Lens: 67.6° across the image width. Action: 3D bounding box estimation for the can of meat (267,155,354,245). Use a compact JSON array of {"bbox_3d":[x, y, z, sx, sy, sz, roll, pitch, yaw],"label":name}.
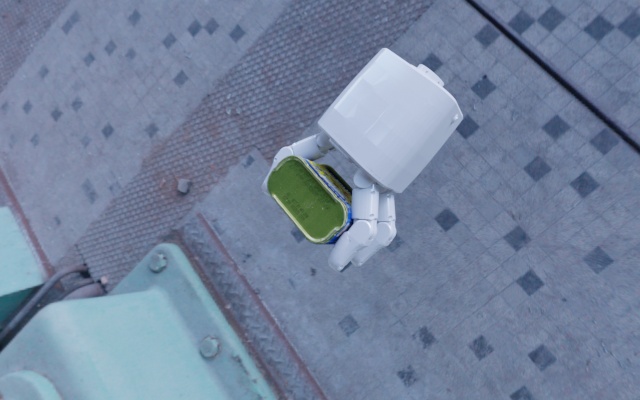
[{"bbox_3d":[0.000,0.002,0.509,0.102,0.057,0.084,48,13,19],"label":"can of meat"}]
